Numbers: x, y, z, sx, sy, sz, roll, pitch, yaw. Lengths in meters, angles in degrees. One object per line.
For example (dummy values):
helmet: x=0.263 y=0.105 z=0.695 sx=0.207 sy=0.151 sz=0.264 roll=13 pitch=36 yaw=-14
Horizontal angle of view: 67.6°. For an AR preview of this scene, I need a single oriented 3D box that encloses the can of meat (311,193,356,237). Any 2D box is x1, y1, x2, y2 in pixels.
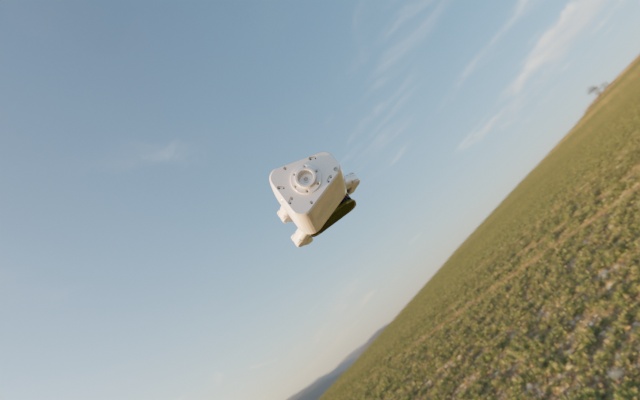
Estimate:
can of meat: x=0.000 y=0.003 z=0.879 sx=0.102 sy=0.084 sz=0.057 roll=-37 pitch=-18 yaw=-3
